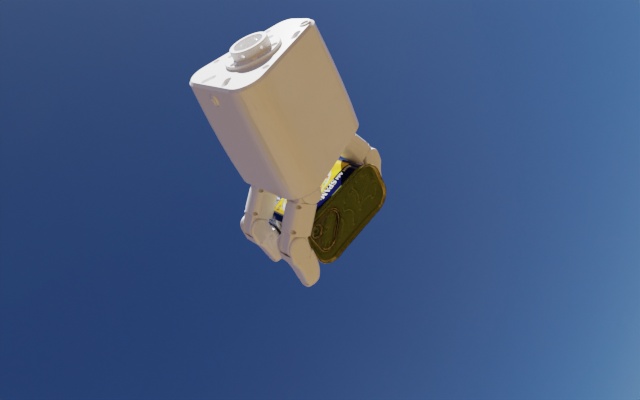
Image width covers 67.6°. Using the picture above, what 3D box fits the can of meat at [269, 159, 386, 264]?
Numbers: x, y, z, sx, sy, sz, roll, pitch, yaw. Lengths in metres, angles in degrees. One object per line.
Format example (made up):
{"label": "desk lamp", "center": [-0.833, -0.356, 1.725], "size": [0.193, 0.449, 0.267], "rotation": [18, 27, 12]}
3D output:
{"label": "can of meat", "center": [0.000, 0.001, 0.476], "size": [0.084, 0.102, 0.057], "rotation": [22, -28, 45]}
